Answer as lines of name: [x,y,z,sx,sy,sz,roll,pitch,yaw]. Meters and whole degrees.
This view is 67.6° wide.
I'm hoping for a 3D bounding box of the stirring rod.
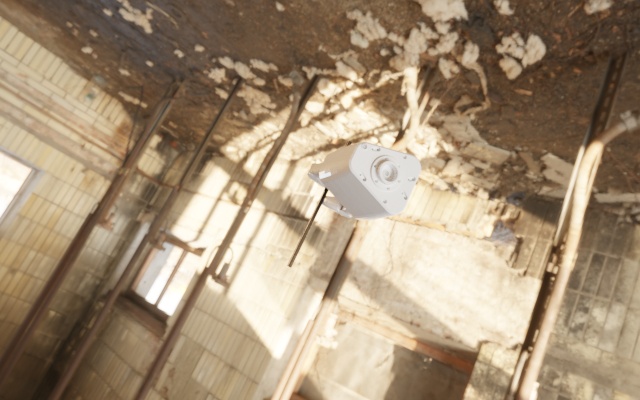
stirring rod: [0.000,0.003,0.804,0.011,0.239,0.011,24,-14,6]
